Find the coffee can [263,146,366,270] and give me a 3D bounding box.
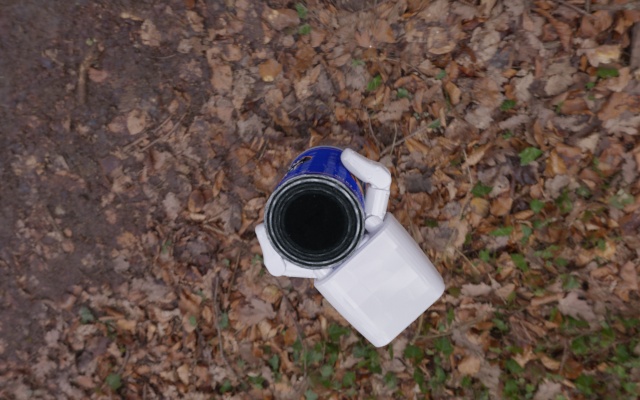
[{"bbox_3d":[0.000,0.002,0.540,0.103,0.103,0.140,0,18,6],"label":"coffee can"}]
